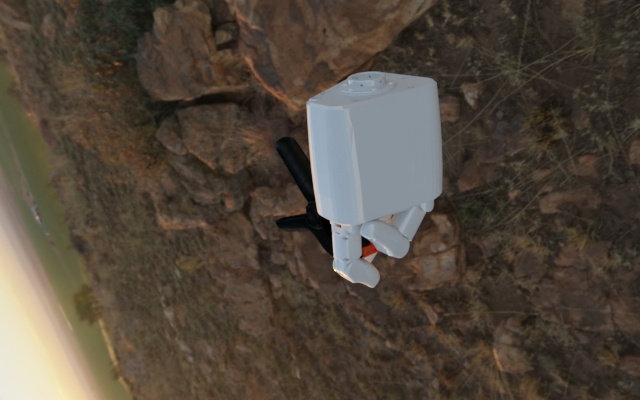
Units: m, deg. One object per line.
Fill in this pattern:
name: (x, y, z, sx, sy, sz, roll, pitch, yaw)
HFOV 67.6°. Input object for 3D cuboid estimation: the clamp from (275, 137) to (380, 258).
clamp: (0.000, 0.002, 0.511, 0.039, 0.120, 0.171, -27, 33, -33)
